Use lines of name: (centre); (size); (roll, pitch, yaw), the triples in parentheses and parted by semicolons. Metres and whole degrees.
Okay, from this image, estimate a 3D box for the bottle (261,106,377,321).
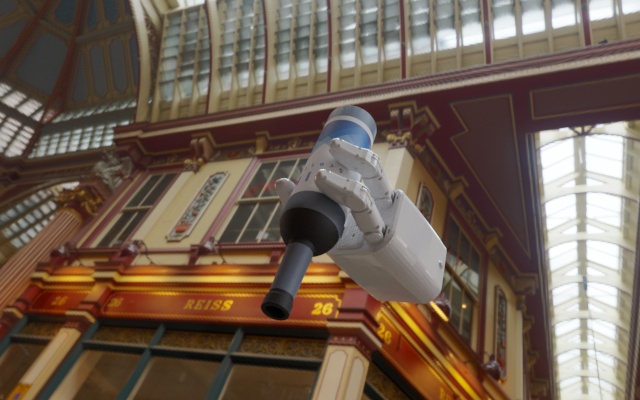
bottle: (0.000, 0.002, 0.530); (0.069, 0.069, 0.295); (0, 42, 22)
